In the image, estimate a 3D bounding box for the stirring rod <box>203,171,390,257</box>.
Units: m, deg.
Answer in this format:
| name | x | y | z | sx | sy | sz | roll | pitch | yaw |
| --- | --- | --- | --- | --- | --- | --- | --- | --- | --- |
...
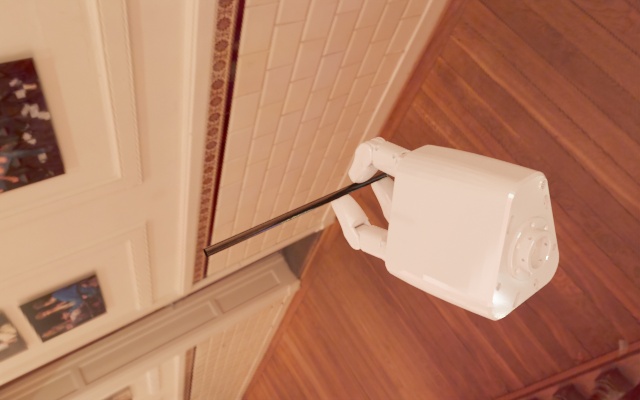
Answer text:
| name | x | y | z | sx | sy | sz | roll | pitch | yaw |
| --- | --- | --- | --- | --- | --- | --- | --- | --- | --- |
| stirring rod | 0.000 | 0.001 | 0.456 | 0.239 | 0.011 | 0.011 | -24 | 12 | -30 |
